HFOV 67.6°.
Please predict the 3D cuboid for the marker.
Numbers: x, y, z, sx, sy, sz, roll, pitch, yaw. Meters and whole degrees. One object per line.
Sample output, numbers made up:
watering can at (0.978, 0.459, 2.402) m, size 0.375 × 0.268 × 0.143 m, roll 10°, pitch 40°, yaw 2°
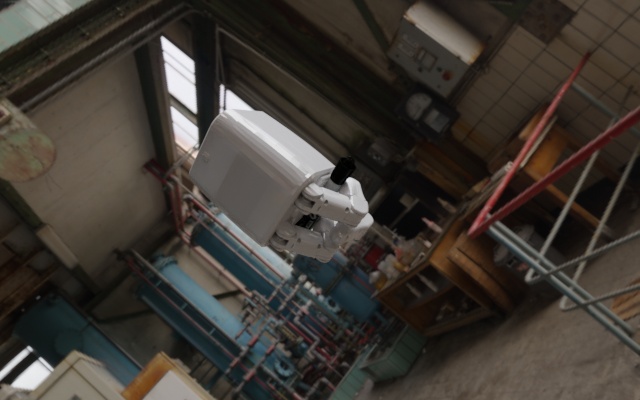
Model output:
marker at (0.000, 0.002, 0.493) m, size 0.020 × 0.020 × 0.121 m, roll 0°, pitch -43°, yaw -42°
